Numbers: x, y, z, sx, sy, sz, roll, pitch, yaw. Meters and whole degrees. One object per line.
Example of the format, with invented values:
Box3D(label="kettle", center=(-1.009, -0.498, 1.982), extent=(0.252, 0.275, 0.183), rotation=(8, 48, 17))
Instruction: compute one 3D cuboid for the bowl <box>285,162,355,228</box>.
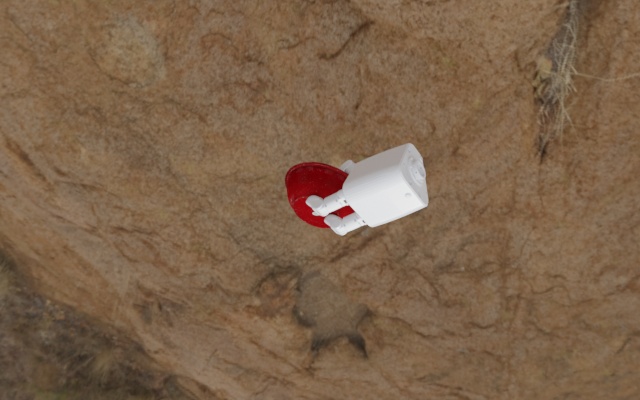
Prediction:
Box3D(label="bowl", center=(-0.001, 0.004, 0.891), extent=(0.162, 0.055, 0.162), rotation=(15, -35, 11))
